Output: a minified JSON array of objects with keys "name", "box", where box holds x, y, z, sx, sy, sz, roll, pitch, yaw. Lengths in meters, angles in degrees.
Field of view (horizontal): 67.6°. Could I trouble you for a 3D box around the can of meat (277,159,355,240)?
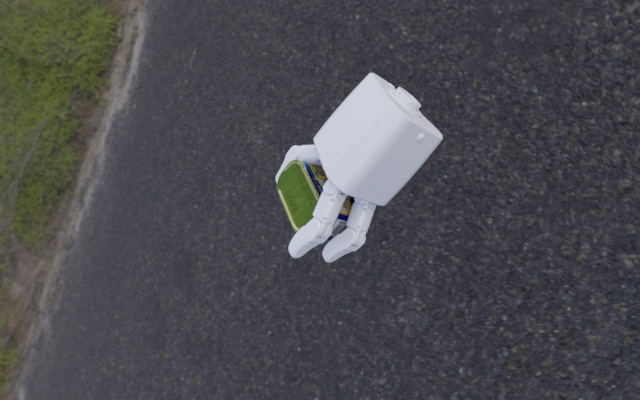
[{"name":"can of meat","box":[0.000,0.002,0.602,0.084,0.102,0.057,17,-53,-45]}]
